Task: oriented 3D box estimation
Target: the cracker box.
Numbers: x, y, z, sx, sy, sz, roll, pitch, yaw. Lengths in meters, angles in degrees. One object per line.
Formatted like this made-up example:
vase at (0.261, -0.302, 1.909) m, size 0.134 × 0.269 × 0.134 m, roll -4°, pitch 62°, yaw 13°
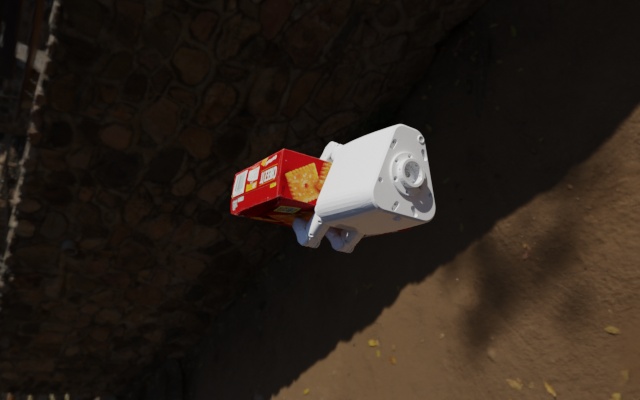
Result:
cracker box at (0.000, 0.002, 0.685) m, size 0.214 × 0.072 × 0.164 m, roll 15°, pitch -16°, yaw -29°
